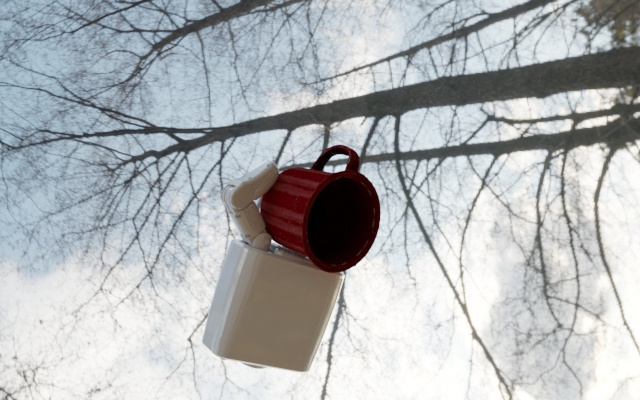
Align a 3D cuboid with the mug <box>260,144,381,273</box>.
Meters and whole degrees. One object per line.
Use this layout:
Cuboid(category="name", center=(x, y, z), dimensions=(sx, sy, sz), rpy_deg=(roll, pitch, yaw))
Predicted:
Cuboid(category="mug", center=(0.000, 0.000, 0.454), dimensions=(0.093, 0.117, 0.081), rpy_deg=(22, -4, -40))
